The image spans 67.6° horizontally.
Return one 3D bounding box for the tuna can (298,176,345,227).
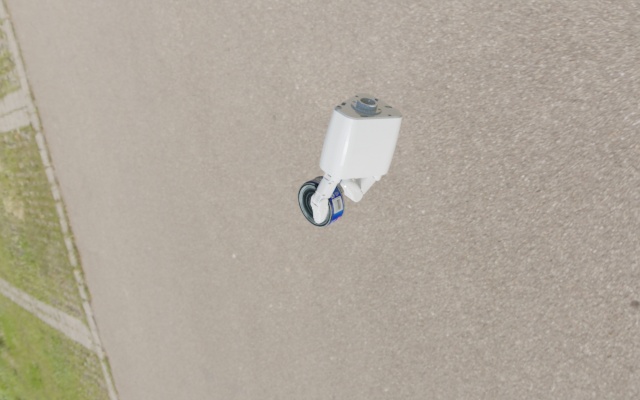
[{"bbox_3d":[0.000,0.003,0.835,0.033,0.086,0.086,-26,17,-39],"label":"tuna can"}]
